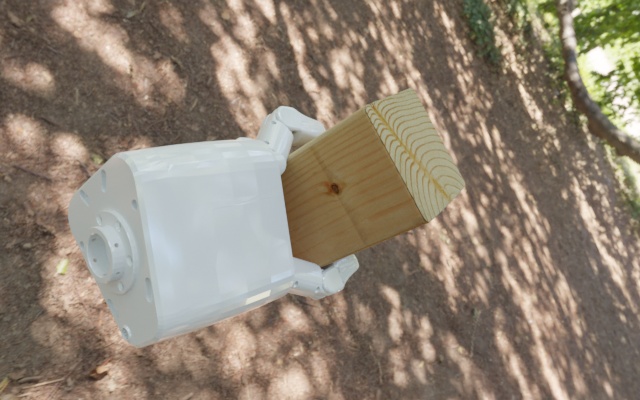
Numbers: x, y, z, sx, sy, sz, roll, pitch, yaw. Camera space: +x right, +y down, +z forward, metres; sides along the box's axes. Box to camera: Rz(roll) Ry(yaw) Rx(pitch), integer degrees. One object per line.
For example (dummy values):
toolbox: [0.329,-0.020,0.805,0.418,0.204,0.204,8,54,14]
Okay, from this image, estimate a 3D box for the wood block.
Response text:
wood block: [0.000,0.002,0.407,0.206,0.091,0.090,-27,3,38]
